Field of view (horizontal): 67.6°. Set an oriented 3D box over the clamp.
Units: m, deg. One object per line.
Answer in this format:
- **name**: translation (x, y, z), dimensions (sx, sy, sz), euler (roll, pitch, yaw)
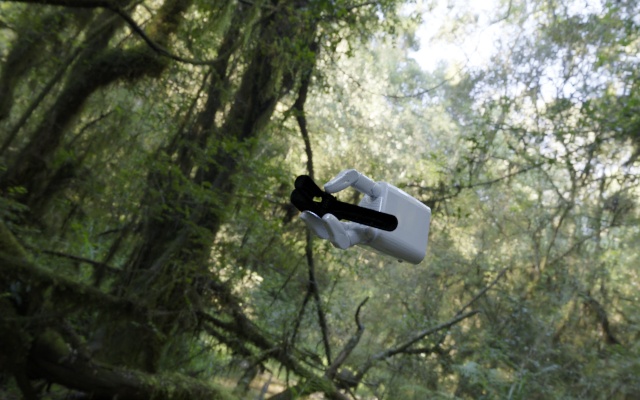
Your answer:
- **clamp**: translation (0.000, 0.002, 0.739), dimensions (0.164, 0.036, 0.210), euler (27, -10, -26)
